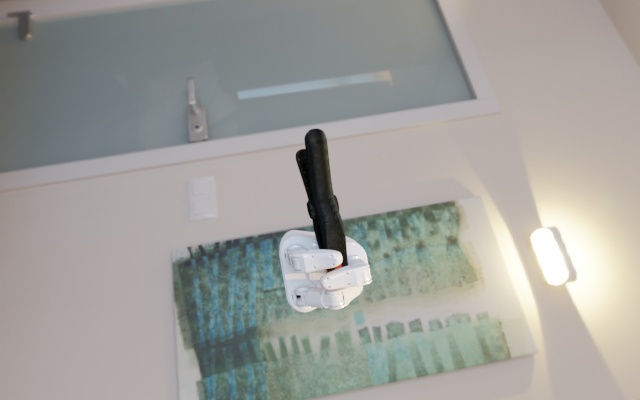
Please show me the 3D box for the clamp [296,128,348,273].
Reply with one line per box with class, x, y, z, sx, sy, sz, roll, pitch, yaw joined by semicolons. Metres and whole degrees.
clamp;0.001;0.002;0.586;0.039;0.171;0.120;-9;4;-4
